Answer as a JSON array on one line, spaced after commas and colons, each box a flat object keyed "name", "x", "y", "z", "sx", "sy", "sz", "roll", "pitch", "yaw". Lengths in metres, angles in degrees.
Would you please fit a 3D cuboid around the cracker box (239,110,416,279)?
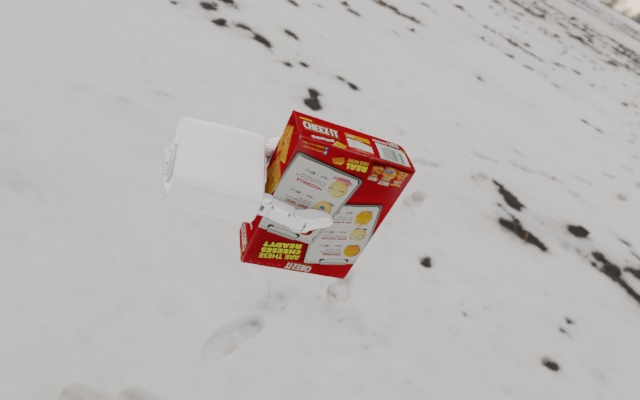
[{"name": "cracker box", "x": 0.000, "y": 0.002, "z": 0.647, "sx": 0.164, "sy": 0.214, "sz": 0.072, "roll": 13, "pitch": 36, "yaw": -23}]
